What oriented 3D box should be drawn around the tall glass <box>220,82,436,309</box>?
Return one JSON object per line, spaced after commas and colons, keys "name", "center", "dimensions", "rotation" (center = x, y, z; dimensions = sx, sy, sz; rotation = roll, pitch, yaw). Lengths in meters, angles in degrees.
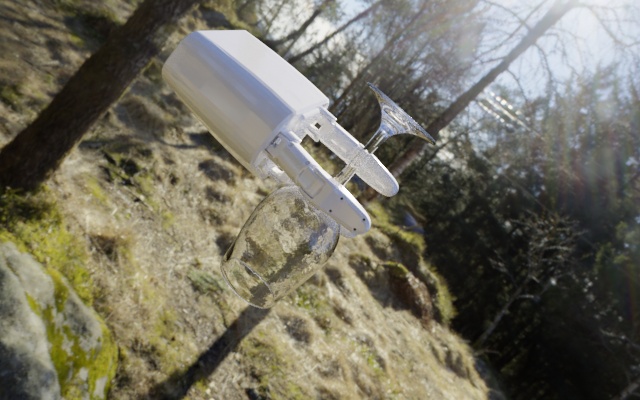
{"name": "tall glass", "center": [0.001, 0.001, 0.406], "dimensions": [0.079, 0.201, 0.079], "rotation": [40, 12, -10]}
